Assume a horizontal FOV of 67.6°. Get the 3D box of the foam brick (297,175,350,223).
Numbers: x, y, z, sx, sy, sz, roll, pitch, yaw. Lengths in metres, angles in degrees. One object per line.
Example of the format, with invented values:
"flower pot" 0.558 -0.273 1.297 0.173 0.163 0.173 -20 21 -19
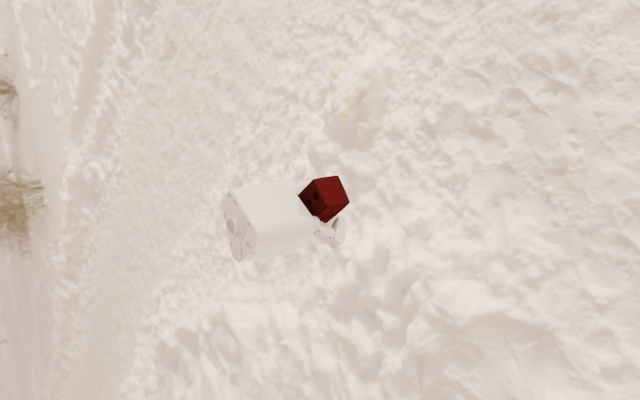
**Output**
"foam brick" 0.000 0.002 0.777 0.051 0.053 0.078 -9 -24 -39
